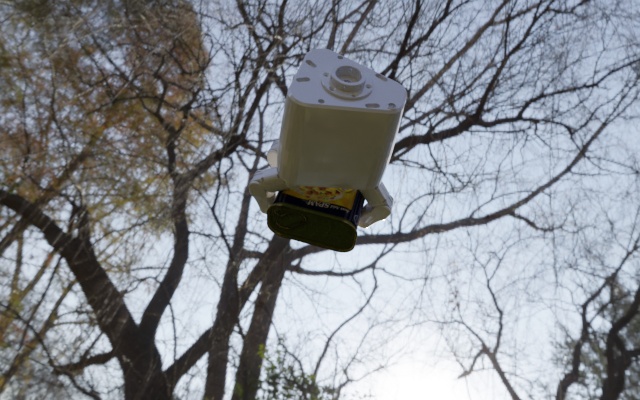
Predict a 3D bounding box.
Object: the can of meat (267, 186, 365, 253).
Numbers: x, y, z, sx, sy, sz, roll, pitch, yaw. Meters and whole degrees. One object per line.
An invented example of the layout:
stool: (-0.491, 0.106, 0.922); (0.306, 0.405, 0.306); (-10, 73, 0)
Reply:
can of meat: (0.000, 0.002, 0.546); (0.102, 0.084, 0.057); (14, -39, 7)
